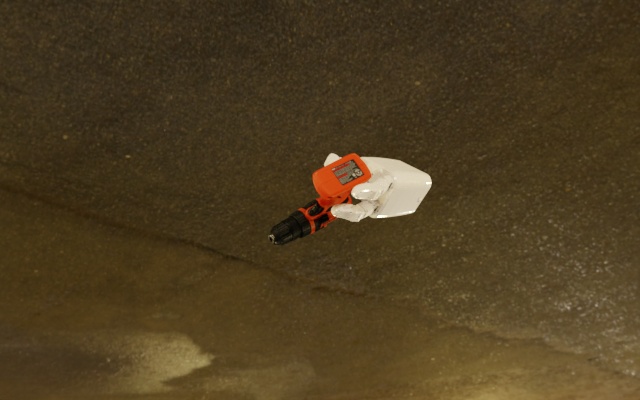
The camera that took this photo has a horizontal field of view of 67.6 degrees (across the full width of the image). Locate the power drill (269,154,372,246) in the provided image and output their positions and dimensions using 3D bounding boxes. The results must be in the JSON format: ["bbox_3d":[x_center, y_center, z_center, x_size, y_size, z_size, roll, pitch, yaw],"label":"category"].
[{"bbox_3d":[0.001,0.003,0.853,0.184,0.057,0.188,-29,-13,-29],"label":"power drill"}]
